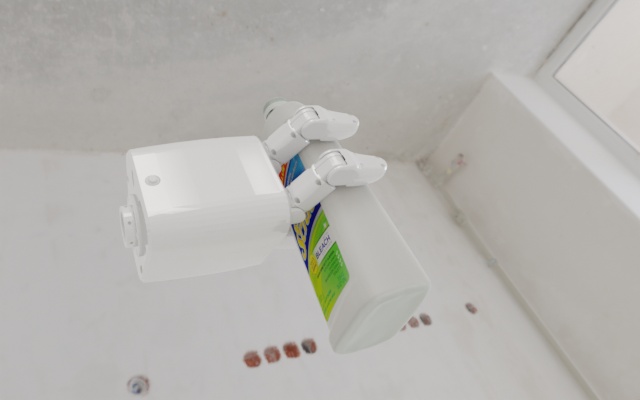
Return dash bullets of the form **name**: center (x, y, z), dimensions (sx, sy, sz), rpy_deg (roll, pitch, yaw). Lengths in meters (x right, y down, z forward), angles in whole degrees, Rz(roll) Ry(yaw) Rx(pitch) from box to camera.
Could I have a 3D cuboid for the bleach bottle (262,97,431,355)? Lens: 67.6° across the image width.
- **bleach bottle**: center (0.000, 0.001, 0.434), dimensions (0.068, 0.250, 0.103), rpy_deg (-8, -39, -28)
